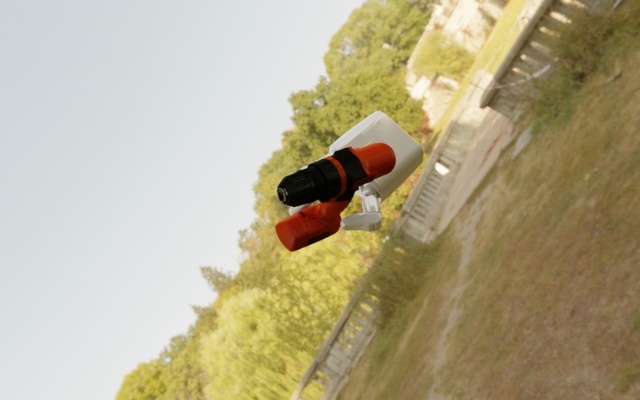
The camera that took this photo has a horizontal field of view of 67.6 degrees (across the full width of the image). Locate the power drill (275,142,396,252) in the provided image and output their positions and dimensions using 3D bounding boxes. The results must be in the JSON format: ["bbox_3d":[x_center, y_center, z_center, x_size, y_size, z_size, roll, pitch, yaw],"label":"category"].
[{"bbox_3d":[0.000,0.002,0.663,0.184,0.057,0.188,-20,-20,-33],"label":"power drill"}]
